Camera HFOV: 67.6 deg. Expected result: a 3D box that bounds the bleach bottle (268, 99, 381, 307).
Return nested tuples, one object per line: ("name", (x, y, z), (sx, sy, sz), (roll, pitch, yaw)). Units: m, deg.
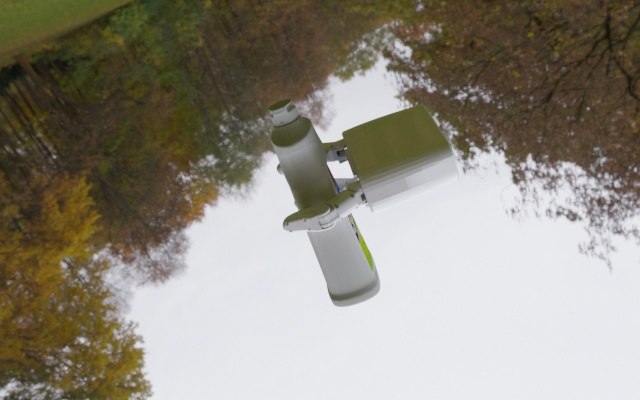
("bleach bottle", (0.000, 0.002, 0.571), (0.068, 0.251, 0.102), (-20, 27, 6))
